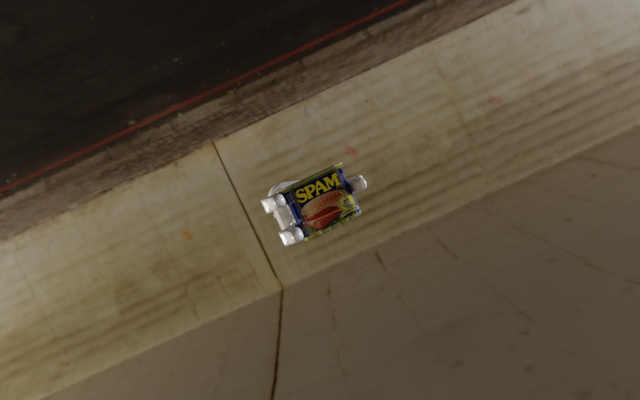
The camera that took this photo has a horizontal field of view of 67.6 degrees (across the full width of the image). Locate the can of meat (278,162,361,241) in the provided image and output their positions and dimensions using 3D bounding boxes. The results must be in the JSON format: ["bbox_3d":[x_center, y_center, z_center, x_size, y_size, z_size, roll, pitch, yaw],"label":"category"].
[{"bbox_3d":[0.000,0.003,0.712,0.102,0.084,0.057,-25,5,-13],"label":"can of meat"}]
